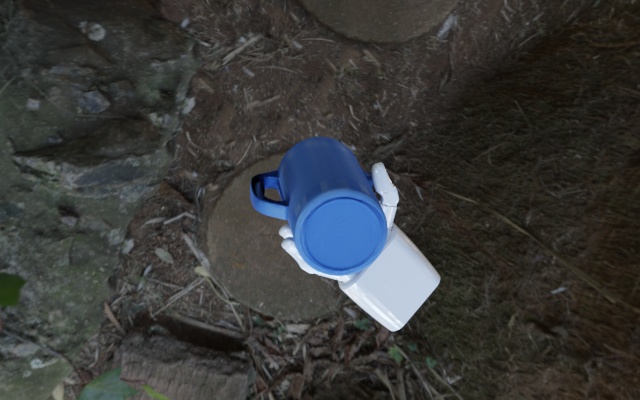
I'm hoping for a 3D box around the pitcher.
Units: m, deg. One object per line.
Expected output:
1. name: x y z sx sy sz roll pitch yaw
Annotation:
1. pitcher: 0.000 0.002 0.641 0.149 0.145 0.242 -41 18 7
